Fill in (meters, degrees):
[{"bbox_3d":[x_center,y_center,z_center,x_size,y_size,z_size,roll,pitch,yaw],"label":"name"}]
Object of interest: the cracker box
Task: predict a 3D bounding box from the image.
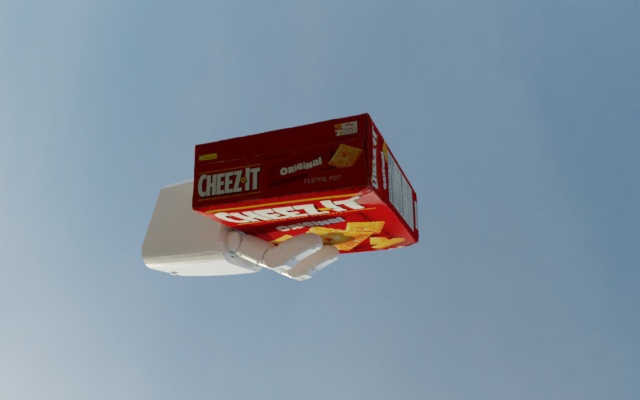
[{"bbox_3d":[0.000,0.001,0.484,0.164,0.072,0.214,-8,-19,19],"label":"cracker box"}]
